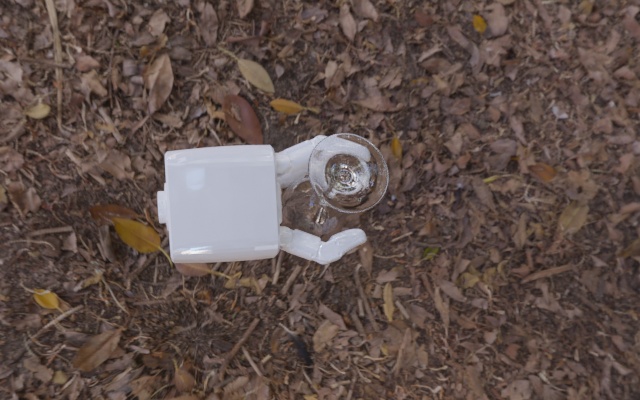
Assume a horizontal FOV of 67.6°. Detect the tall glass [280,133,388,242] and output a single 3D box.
[{"bbox_3d":[0.000,0.002,0.511,0.079,0.079,0.201,0,-16,-15],"label":"tall glass"}]
